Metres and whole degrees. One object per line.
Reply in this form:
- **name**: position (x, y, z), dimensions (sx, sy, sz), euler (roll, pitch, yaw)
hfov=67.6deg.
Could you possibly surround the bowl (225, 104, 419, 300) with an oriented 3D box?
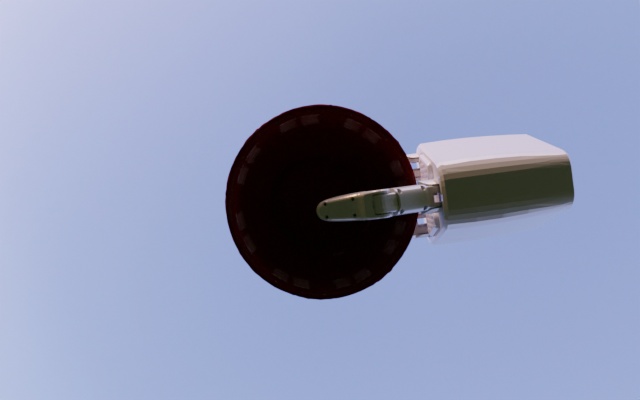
- **bowl**: position (-0.001, 0.001, 0.419), dimensions (0.162, 0.162, 0.055), euler (0, 0, -7)
